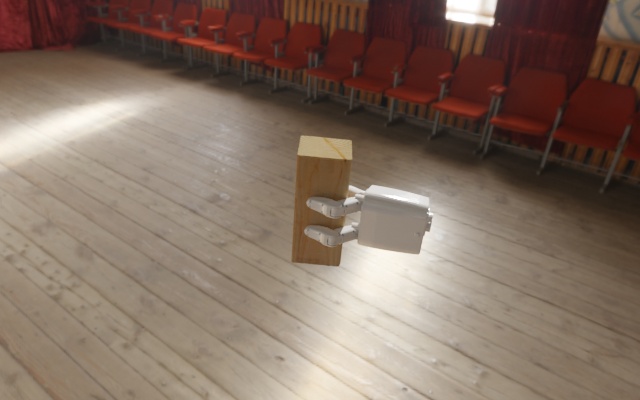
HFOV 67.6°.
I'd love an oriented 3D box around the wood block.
[{"bbox_3d":[0.001,0.002,0.832,0.090,0.206,0.090,5,28,0],"label":"wood block"}]
